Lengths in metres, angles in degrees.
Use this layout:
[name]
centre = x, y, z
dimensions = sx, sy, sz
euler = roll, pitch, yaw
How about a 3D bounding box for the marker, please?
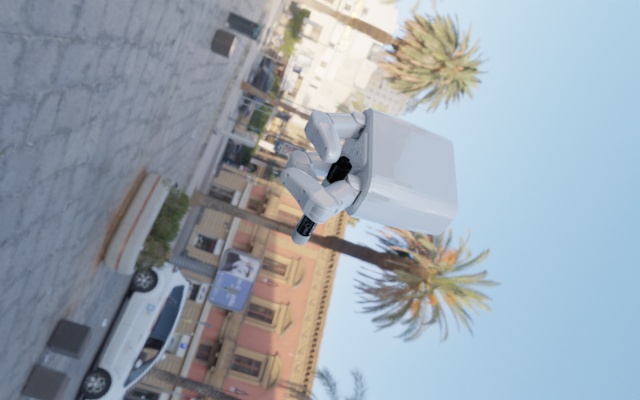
[marker]
centre = 0.000, 0.002, 0.480
dimensions = 0.020, 0.020, 0.121
euler = 0, -42, -31
